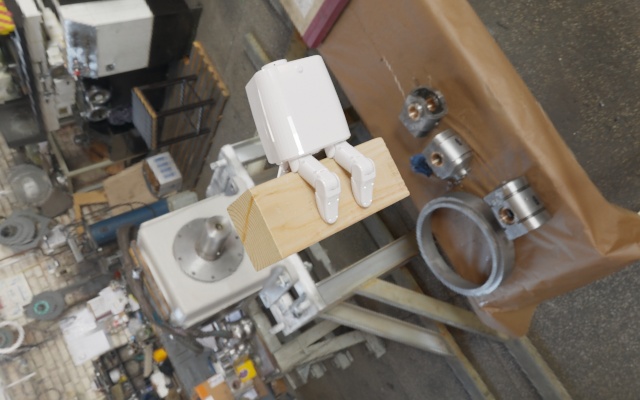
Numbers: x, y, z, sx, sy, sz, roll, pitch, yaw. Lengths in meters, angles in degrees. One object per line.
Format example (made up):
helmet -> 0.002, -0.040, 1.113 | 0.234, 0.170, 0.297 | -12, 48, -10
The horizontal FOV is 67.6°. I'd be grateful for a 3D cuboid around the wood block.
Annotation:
wood block -> 0.000, 0.002, 0.612 | 0.206, 0.090, 0.091 | -24, -3, -31
